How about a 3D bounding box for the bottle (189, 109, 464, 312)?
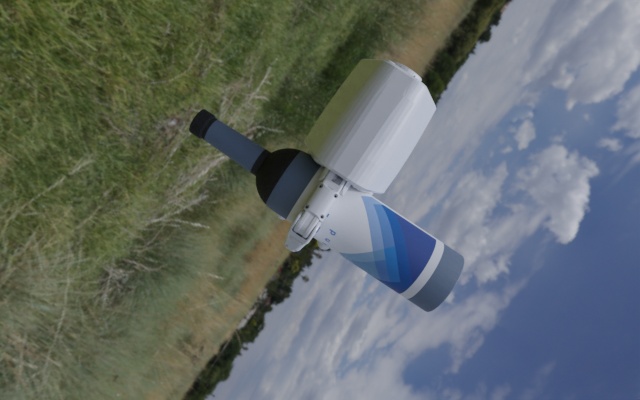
[{"bbox_3d":[0.000,0.002,0.474,0.296,0.069,0.069,33,0,0],"label":"bottle"}]
